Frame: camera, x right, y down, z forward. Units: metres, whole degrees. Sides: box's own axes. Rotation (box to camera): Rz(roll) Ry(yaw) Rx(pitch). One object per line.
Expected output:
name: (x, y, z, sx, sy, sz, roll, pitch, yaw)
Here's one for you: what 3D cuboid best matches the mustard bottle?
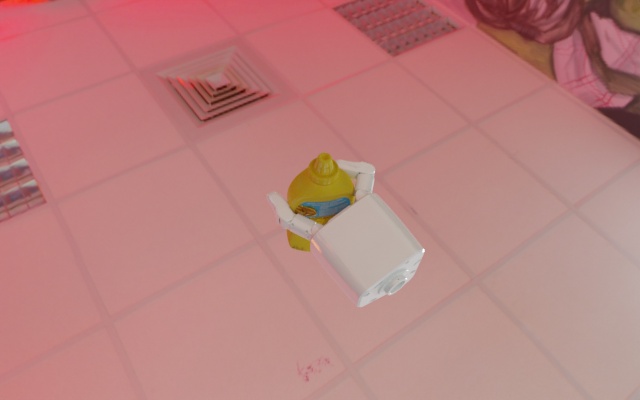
mustard bottle: (0.000, 0.002, 0.686, 0.096, 0.058, 0.192, -6, -35, -9)
